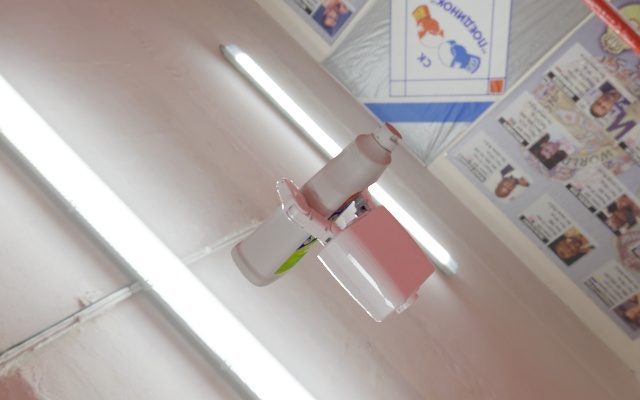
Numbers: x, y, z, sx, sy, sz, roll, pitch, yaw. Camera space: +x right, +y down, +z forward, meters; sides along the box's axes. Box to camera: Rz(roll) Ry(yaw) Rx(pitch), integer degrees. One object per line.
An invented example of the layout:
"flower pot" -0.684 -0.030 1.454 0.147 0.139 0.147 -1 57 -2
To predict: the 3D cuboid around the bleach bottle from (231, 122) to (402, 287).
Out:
"bleach bottle" 0.000 0.002 0.593 0.251 0.068 0.102 -45 -13 23
